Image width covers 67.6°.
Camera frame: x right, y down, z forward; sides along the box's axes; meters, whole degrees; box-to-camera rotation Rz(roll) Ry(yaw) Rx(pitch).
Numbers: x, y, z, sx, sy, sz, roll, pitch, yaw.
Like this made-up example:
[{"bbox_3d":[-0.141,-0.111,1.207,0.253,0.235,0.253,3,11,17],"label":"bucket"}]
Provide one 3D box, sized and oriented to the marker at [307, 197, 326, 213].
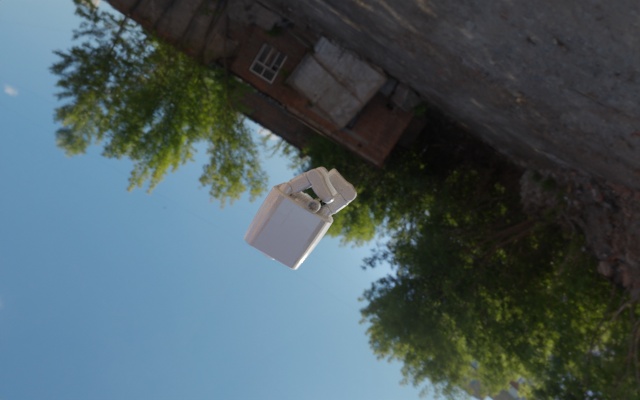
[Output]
[{"bbox_3d":[0.000,0.003,0.783,0.020,0.020,0.121,0,7,11],"label":"marker"}]
